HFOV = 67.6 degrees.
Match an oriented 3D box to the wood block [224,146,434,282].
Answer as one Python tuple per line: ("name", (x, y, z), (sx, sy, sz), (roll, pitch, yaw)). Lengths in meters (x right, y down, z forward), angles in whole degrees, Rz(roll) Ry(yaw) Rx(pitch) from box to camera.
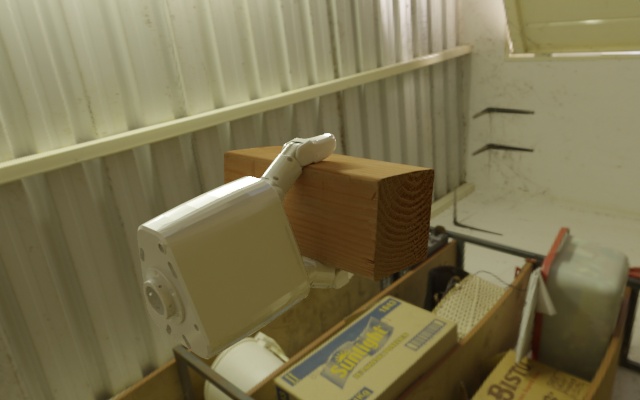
("wood block", (0.000, 0.001, 0.486), (0.206, 0.091, 0.090), (14, 18, 41))
